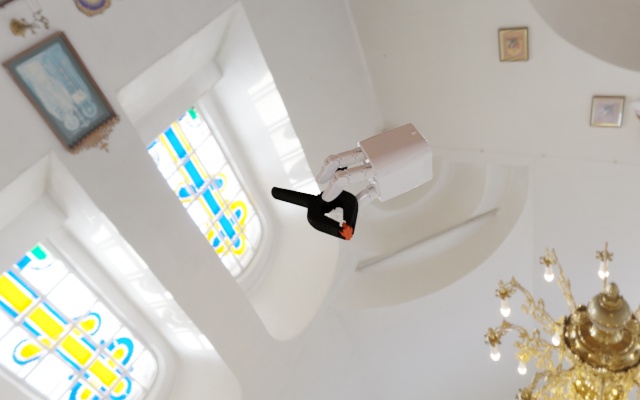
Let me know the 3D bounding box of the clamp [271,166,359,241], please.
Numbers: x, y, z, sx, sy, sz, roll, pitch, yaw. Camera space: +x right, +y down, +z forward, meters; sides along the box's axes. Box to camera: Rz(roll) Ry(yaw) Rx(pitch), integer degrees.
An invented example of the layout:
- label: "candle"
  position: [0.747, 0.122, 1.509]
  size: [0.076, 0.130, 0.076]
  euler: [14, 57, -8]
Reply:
- label: "clamp"
  position: [0.001, 0.004, 0.868]
  size: [0.164, 0.036, 0.209]
  euler: [-23, 40, 0]
